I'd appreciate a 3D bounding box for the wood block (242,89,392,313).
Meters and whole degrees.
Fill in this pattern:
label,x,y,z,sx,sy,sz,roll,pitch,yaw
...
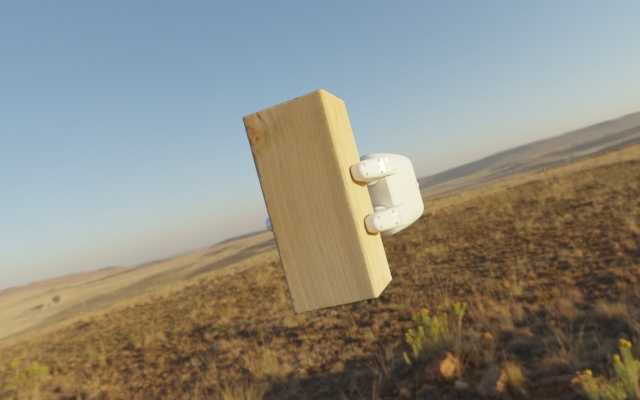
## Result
label,x,y,z,sx,sy,sz,roll,pitch,yaw
wood block,0.000,0.002,0.508,0.091,0.206,0.090,-16,-1,18
